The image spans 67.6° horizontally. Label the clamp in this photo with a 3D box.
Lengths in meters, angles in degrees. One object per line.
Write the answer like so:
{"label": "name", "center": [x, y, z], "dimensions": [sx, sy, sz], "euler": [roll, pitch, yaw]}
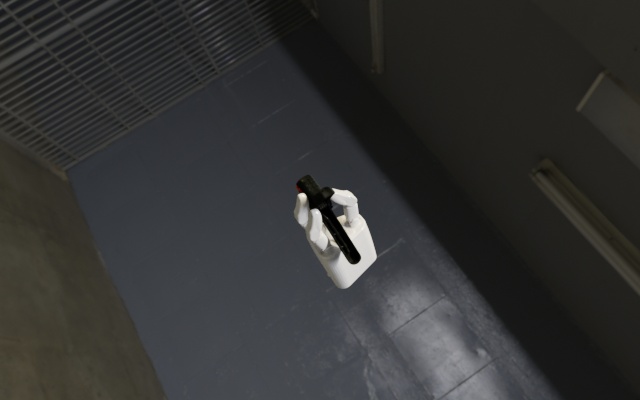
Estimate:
{"label": "clamp", "center": [0.001, 0.002, 0.862], "dimensions": [0.036, 0.165, 0.210], "euler": [-28, 40, -9]}
